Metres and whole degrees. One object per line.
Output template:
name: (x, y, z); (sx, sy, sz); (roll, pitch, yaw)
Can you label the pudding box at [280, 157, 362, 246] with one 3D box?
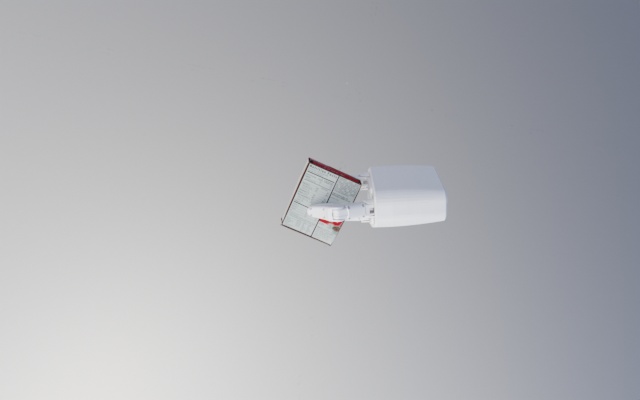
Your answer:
pudding box: (0.000, 0.002, 0.736); (0.090, 0.113, 0.039); (24, 12, -6)
